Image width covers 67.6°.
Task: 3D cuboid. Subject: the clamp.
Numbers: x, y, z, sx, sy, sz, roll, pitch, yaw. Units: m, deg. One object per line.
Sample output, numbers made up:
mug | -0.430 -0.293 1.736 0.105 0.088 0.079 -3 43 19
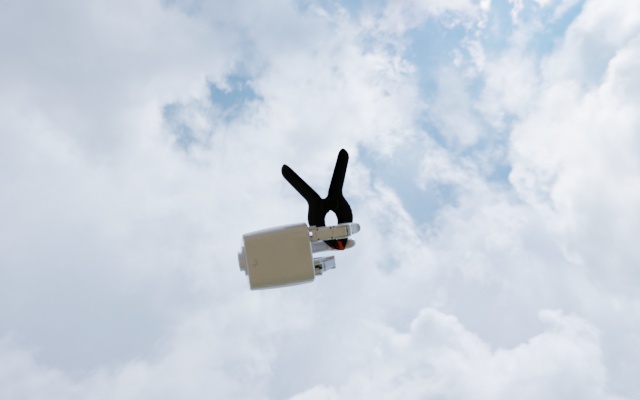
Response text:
clamp | 0.000 0.003 0.799 0.120 0.171 0.039 -8 0 -13
